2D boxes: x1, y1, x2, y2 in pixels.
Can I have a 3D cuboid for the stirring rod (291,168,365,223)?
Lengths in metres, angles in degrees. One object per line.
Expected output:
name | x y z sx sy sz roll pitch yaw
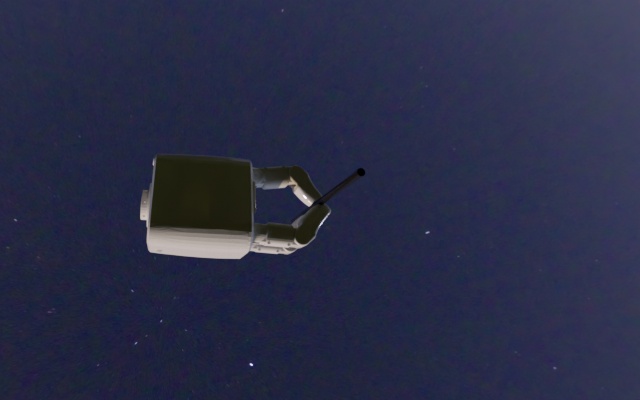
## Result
stirring rod | 0.000 0.002 0.543 0.011 0.011 0.239 0 -13 -18
